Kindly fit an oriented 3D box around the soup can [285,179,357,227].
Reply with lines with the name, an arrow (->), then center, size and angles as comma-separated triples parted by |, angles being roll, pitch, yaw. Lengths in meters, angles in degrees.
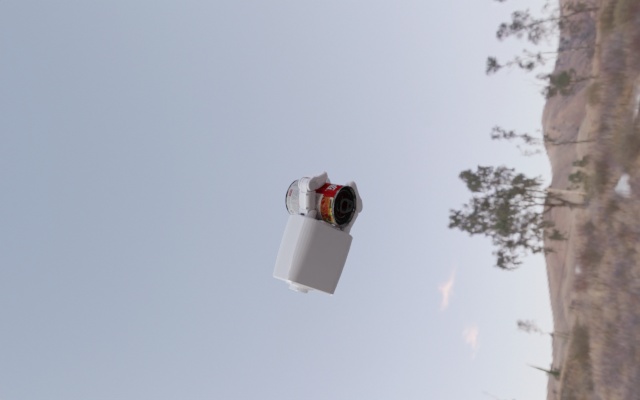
soup can -> 0.000, 0.002, 0.803 | 0.102, 0.068, 0.068 | 10, 6, 36
